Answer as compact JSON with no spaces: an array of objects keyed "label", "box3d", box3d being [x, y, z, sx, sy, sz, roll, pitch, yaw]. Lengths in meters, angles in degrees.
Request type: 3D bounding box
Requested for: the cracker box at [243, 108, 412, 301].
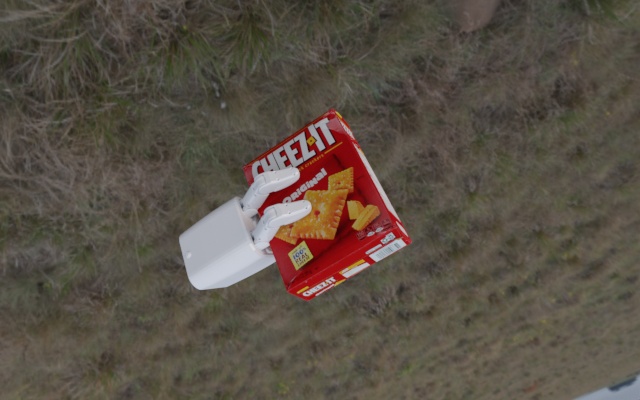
[{"label":"cracker box","box3d":[0.000,0.002,0.655,0.164,0.213,0.072,-31,-31,11]}]
